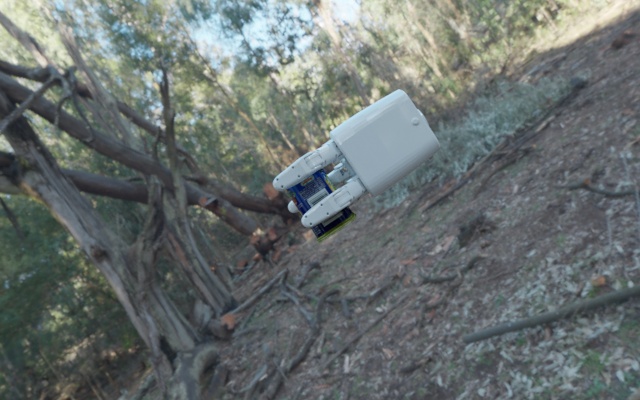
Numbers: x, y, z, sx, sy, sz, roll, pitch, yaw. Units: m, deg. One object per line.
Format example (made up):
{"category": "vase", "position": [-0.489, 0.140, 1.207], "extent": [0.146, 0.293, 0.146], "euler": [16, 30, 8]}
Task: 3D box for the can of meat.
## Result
{"category": "can of meat", "position": [0.000, 0.002, 0.619], "extent": [0.057, 0.084, 0.102], "euler": [-34, -1, 5]}
